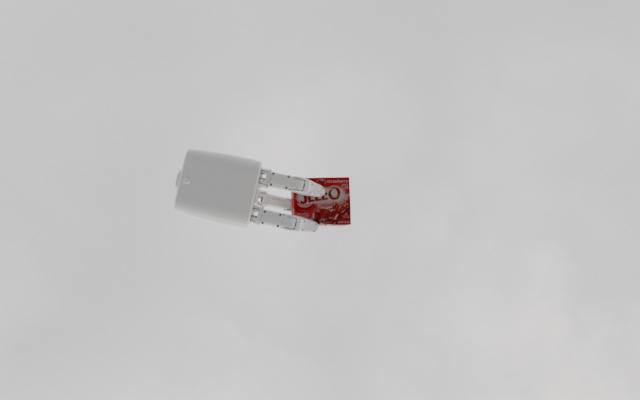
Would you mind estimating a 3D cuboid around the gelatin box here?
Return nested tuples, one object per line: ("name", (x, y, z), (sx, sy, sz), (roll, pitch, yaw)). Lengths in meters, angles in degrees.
("gelatin box", (0.000, 0.002, 0.725), (0.089, 0.073, 0.030), (-1, -6, -11))
